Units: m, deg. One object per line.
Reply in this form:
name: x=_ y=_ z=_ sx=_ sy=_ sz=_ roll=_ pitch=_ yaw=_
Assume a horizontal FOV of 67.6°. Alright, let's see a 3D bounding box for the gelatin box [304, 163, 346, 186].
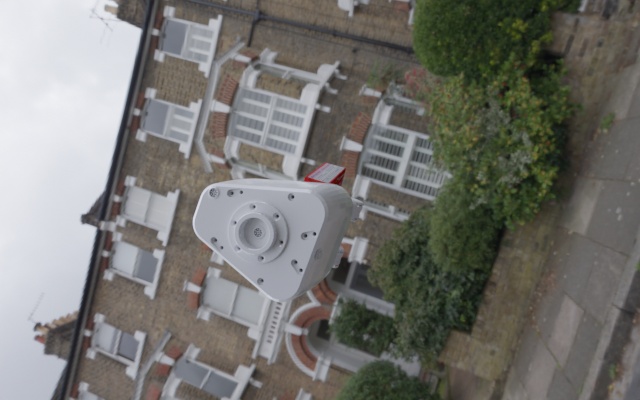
gelatin box: x=0.000 y=0.002 z=0.548 sx=0.030 sy=0.073 sz=0.089 roll=17 pitch=18 yaw=10
